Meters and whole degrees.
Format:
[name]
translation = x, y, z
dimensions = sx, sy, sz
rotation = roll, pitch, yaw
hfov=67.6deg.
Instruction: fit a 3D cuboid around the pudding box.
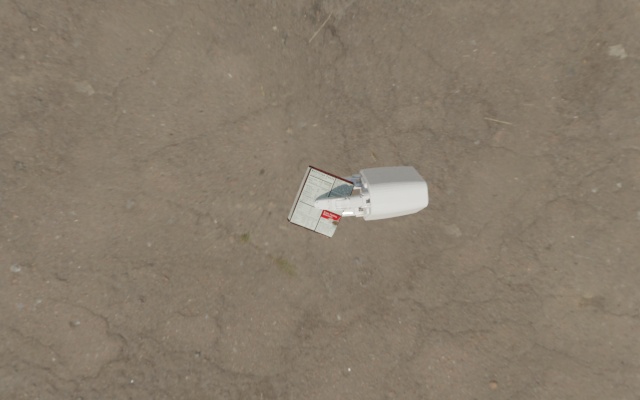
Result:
[pudding box]
translation = 0.000, 0.003, 0.880
dimensions = 0.090, 0.113, 0.039
rotation = 22, 4, -9
